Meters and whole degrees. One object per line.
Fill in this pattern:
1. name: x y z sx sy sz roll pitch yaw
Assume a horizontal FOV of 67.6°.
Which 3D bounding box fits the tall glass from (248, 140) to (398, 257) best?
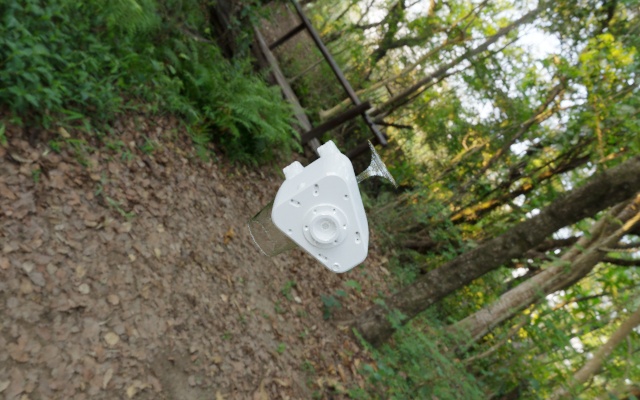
1. tall glass: 0.001 0.002 0.654 0.201 0.079 0.079 -31 -6 10
